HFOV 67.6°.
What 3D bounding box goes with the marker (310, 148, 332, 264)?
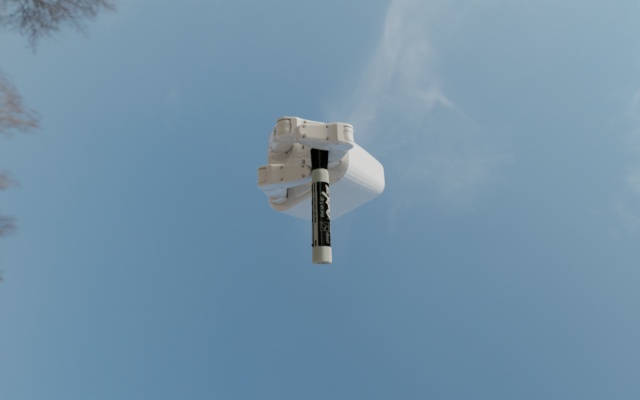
[{"bbox_3d":[0.000,0.002,0.470,0.020,0.121,0.020,-1,-14,0],"label":"marker"}]
